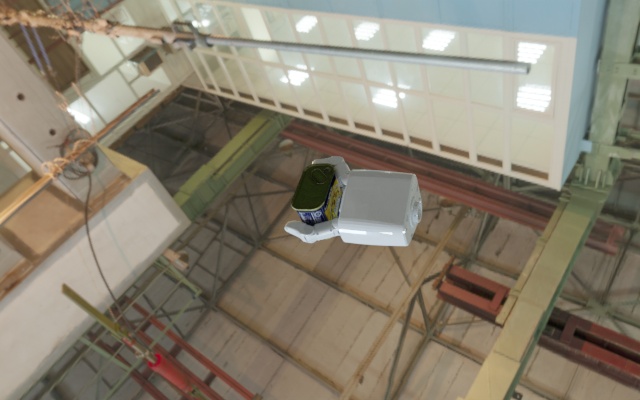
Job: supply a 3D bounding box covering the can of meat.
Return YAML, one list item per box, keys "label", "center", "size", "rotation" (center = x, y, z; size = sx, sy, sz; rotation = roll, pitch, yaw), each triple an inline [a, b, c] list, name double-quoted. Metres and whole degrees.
- label: "can of meat"
  center: [0.000, 0.003, 0.803]
  size: [0.057, 0.102, 0.084]
  rotation: [0, -40, 23]
